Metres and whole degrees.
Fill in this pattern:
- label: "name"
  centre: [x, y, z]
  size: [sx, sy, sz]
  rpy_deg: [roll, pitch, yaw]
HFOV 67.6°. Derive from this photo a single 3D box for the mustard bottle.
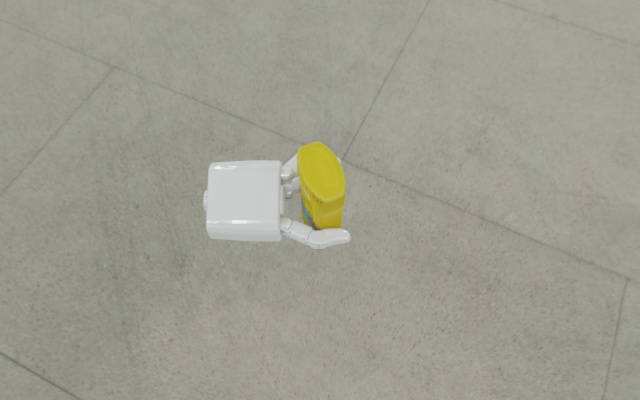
- label: "mustard bottle"
  centre: [0.000, 0.002, 0.715]
  size: [0.058, 0.096, 0.192]
  rpy_deg: [-22, -25, -11]
